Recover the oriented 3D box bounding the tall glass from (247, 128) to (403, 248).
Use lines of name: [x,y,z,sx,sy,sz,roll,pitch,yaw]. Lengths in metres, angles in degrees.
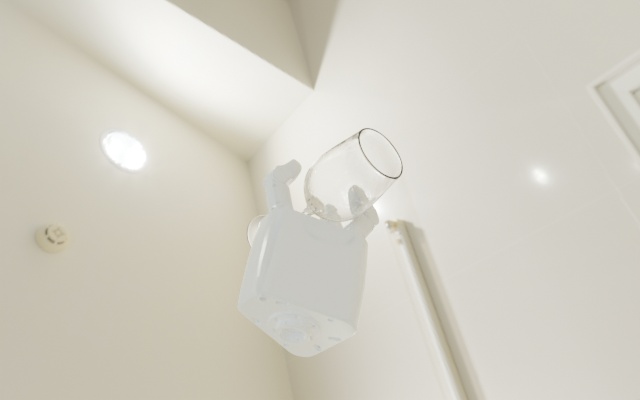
tall glass: [0.000,0.002,0.541,0.079,0.079,0.201,0,-30,-46]
